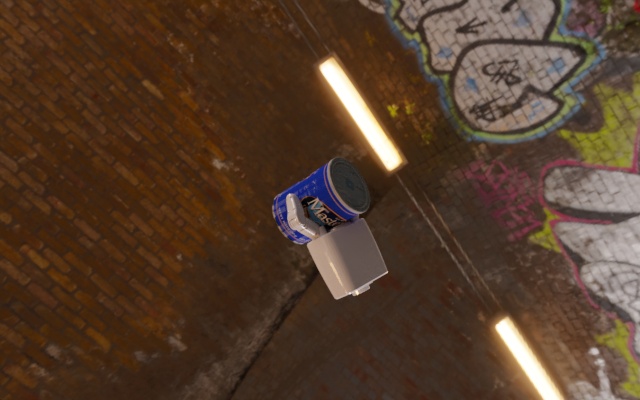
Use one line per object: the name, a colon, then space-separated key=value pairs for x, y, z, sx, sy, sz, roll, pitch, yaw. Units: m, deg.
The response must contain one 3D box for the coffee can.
coffee can: x=0.000 y=0.002 z=0.831 sx=0.140 sy=0.102 sz=0.103 roll=-31 pitch=-18 yaw=33
